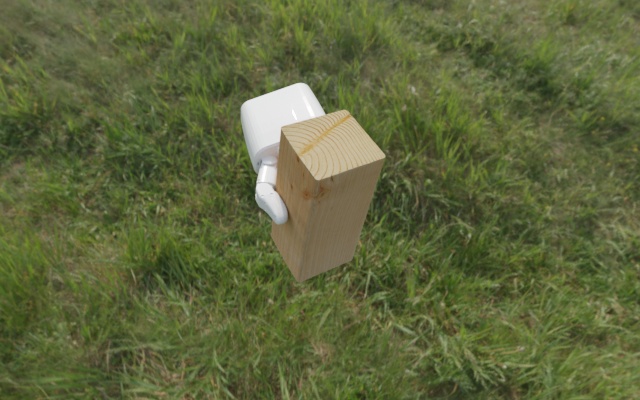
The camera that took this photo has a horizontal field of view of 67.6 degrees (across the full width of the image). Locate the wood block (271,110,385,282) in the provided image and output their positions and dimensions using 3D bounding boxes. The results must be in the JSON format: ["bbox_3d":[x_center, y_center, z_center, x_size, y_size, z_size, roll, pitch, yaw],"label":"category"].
[{"bbox_3d":[0.000,0.002,0.602,0.091,0.090,0.206,-19,-34,-23],"label":"wood block"}]
